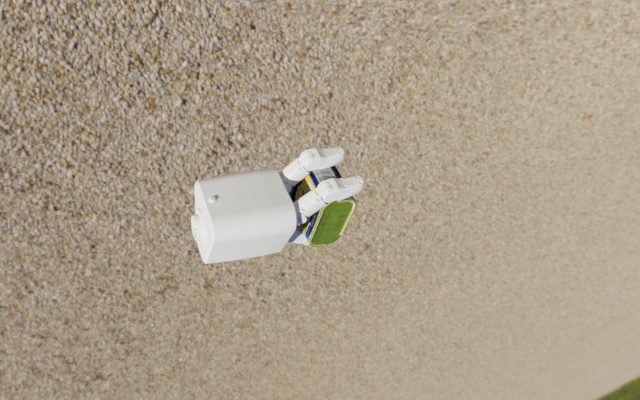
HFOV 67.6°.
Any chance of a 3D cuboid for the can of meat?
[{"bbox_3d":[0.000,0.002,0.658,0.057,0.084,0.102,-7,-40,-27],"label":"can of meat"}]
